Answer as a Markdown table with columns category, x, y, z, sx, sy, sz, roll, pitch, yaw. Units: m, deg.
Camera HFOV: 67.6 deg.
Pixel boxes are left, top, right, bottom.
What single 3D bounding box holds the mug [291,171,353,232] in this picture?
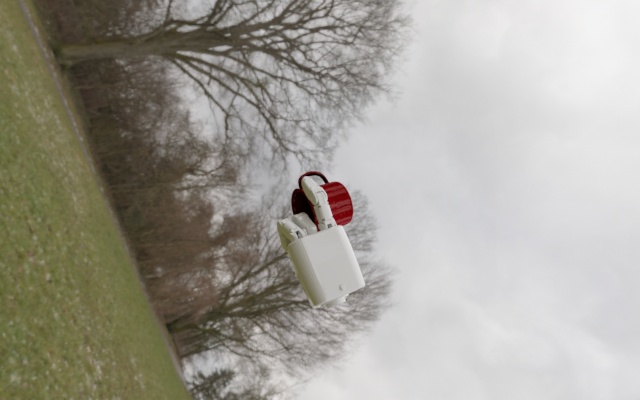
| category | x | y | z | sx | sy | sz | roll | pitch | yaw |
| --- | --- | --- | --- | --- | --- | --- | --- | --- | --- |
| mug | 0.000 | 0.001 | 0.848 | 0.081 | 0.117 | 0.093 | -17 | -12 | -25 |
